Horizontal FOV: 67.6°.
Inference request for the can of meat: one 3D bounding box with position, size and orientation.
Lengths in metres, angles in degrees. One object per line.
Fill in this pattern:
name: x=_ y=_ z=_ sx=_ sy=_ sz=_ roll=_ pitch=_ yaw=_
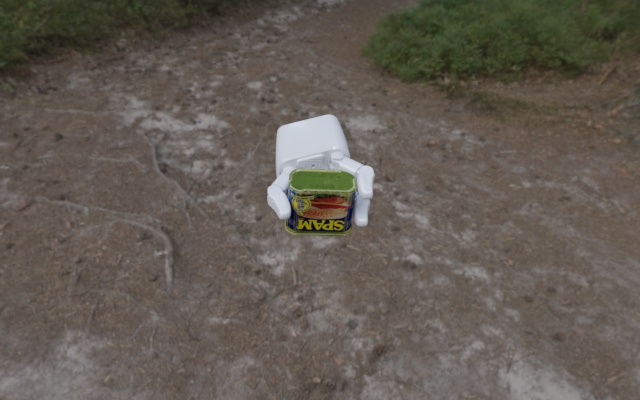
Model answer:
can of meat: x=0.000 y=0.002 z=0.699 sx=0.102 sy=0.084 sz=0.057 roll=2 pitch=40 yaw=-5
